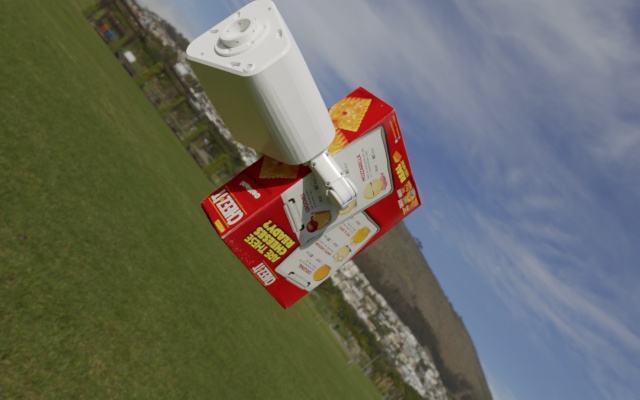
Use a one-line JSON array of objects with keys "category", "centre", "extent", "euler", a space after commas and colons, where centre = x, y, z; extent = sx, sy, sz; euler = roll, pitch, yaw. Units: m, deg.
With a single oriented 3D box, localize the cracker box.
[{"category": "cracker box", "centre": [0.000, 0.002, 0.538], "extent": [0.213, 0.164, 0.072], "euler": [-36, 48, -7]}]
